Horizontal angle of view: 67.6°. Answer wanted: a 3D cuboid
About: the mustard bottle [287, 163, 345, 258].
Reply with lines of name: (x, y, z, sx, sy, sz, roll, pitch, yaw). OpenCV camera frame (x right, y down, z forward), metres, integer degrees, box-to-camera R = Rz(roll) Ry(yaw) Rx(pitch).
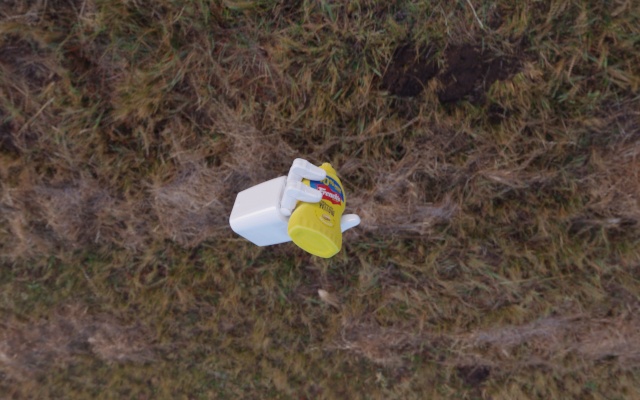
mustard bottle: (0.000, 0.003, 0.850, 0.096, 0.191, 0.058, 32, -48, -22)
